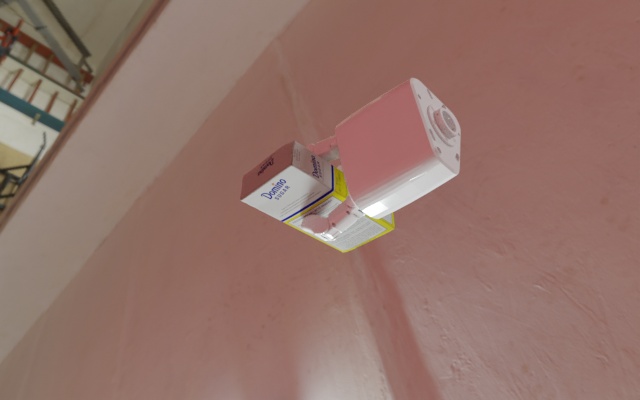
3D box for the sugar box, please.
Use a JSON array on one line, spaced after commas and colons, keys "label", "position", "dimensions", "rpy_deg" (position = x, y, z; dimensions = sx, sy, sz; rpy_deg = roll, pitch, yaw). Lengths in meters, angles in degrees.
[{"label": "sugar box", "position": [0.000, 0.001, 0.587], "dimensions": [0.093, 0.048, 0.176], "rpy_deg": [-31, -48, 34]}]
